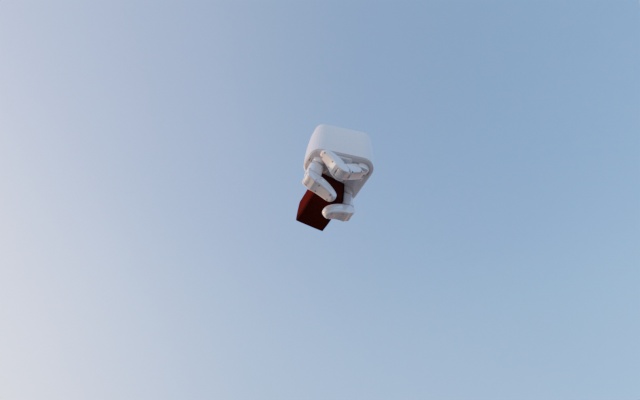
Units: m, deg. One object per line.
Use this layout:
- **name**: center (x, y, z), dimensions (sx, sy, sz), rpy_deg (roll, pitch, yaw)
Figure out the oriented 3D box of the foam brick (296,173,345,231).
- **foam brick**: center (0.000, 0.003, 0.813), dimensions (0.053, 0.078, 0.051), rpy_deg (25, 33, -13)
